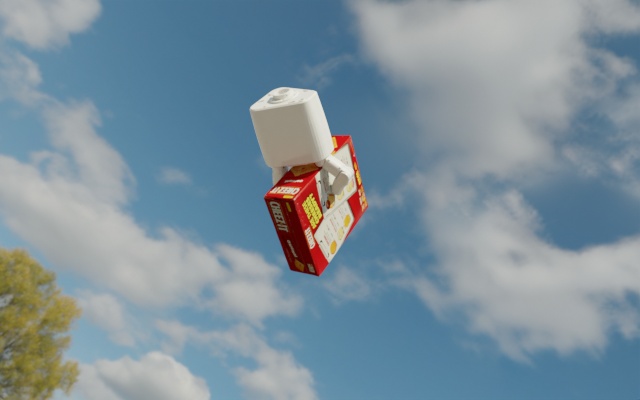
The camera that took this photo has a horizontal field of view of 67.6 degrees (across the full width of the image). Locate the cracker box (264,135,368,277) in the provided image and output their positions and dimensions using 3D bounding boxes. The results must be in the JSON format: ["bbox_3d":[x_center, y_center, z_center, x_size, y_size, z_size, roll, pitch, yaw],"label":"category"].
[{"bbox_3d":[0.000,0.003,0.863,0.072,0.164,0.213,5,37,32],"label":"cracker box"}]
